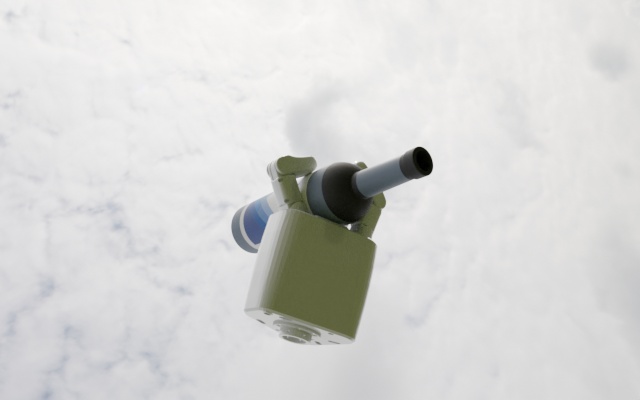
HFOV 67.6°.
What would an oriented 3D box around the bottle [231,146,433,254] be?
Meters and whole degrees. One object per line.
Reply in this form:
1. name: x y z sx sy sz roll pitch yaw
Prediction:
1. bottle: 0.000 0.002 0.528 0.069 0.069 0.296 0 -14 -39
